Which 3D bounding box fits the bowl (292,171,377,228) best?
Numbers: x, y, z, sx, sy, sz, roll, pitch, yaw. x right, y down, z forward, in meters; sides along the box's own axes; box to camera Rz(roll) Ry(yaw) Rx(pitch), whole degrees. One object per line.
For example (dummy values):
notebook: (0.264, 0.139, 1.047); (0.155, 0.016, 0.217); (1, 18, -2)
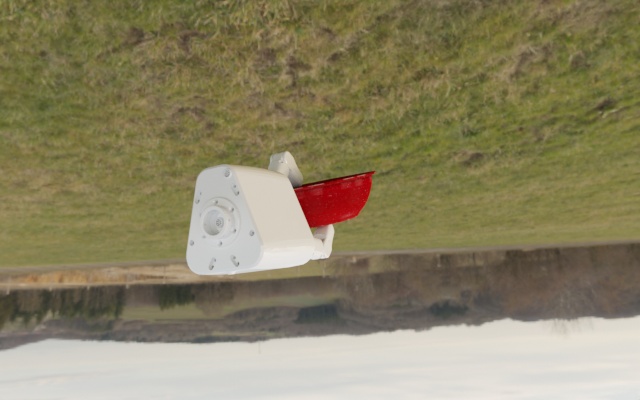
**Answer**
bowl: (0.001, 0.002, 0.638); (0.162, 0.055, 0.162); (-12, 4, 1)
